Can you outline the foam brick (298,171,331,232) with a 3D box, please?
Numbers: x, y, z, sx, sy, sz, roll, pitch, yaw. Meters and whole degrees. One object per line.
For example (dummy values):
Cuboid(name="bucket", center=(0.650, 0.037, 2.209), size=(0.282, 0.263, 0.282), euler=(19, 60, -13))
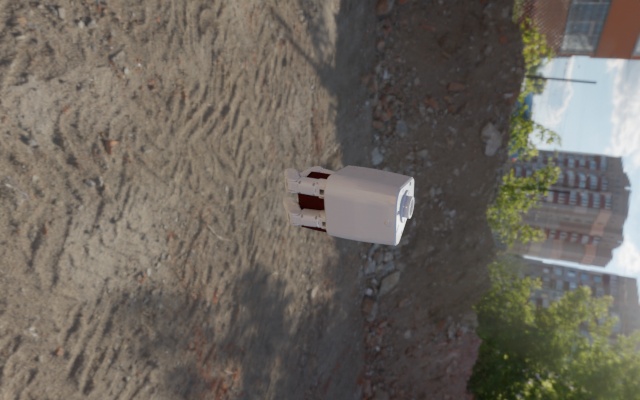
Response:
Cuboid(name="foam brick", center=(0.000, 0.003, 0.748), size=(0.051, 0.078, 0.053), euler=(11, 35, 23))
